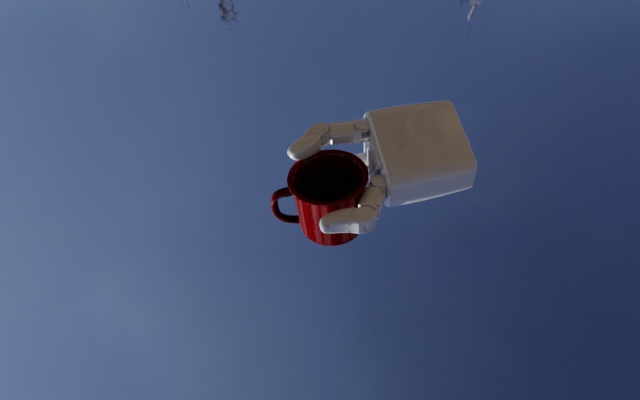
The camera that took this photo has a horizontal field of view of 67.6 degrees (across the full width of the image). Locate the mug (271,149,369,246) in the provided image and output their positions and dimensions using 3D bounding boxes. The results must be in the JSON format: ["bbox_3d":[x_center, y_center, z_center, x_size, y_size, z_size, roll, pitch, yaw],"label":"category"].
[{"bbox_3d":[-0.001,0.002,0.567,0.117,0.082,0.093,-10,45,-3],"label":"mug"}]
